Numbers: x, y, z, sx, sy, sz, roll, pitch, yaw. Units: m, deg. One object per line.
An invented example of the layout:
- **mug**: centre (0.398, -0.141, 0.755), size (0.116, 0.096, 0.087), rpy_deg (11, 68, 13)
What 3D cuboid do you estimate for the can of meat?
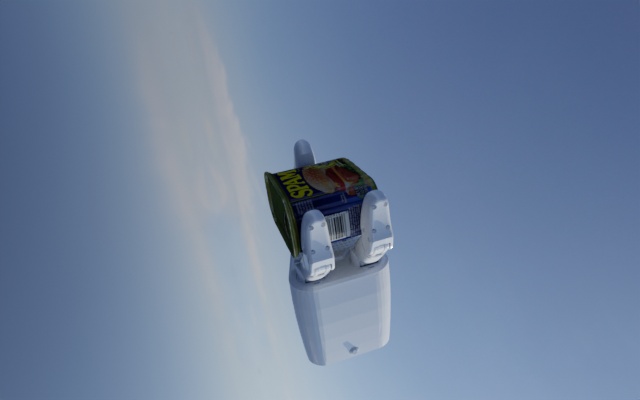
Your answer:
- **can of meat**: centre (0.000, 0.001, 0.448), size (0.084, 0.057, 0.102), rpy_deg (-14, 25, -12)
